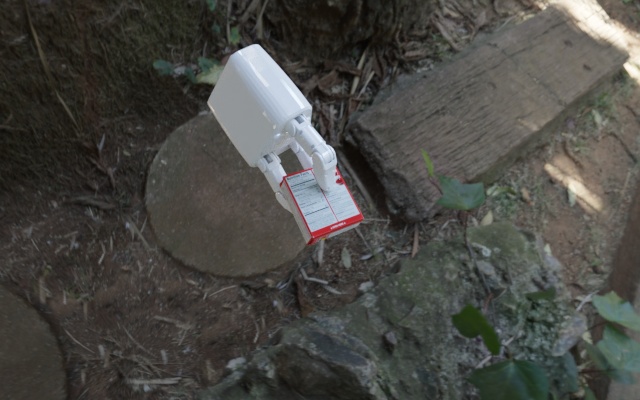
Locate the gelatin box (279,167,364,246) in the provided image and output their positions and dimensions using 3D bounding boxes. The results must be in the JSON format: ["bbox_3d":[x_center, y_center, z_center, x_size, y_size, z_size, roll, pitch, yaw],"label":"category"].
[{"bbox_3d":[0.000,0.002,0.593,0.073,0.089,0.030,-20,-19,-24],"label":"gelatin box"}]
